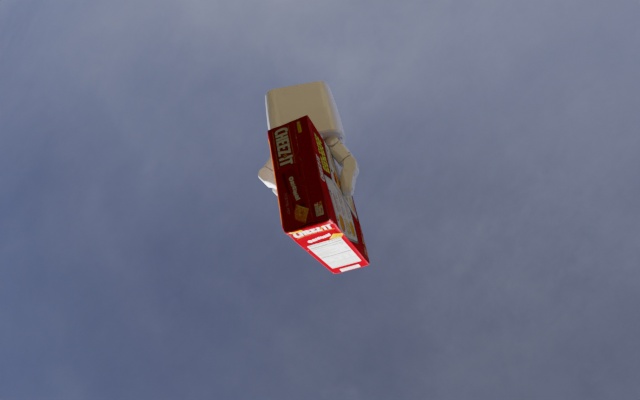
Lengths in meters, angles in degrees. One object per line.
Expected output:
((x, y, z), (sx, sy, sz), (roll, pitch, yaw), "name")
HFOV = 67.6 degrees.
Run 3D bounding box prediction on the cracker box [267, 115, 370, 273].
((0.000, 0.002, 0.714), (0.072, 0.164, 0.214), (-19, -27, 12), "cracker box")
